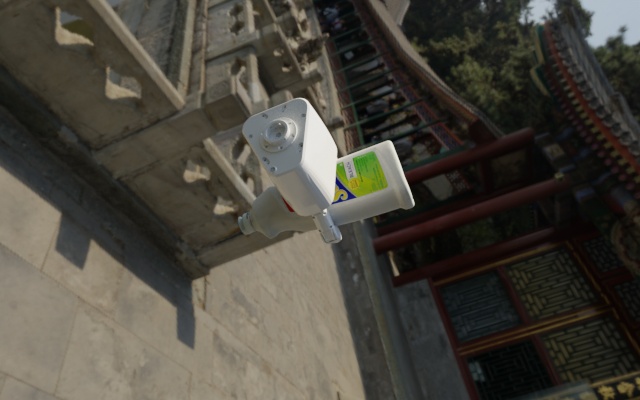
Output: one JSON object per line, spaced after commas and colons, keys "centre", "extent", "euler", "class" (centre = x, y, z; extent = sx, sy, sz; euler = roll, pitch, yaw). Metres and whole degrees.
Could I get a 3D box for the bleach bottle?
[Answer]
{"centre": [0.000, 0.002, 0.695], "extent": [0.251, 0.102, 0.068], "euler": [-20, -30, 9], "class": "bleach bottle"}
